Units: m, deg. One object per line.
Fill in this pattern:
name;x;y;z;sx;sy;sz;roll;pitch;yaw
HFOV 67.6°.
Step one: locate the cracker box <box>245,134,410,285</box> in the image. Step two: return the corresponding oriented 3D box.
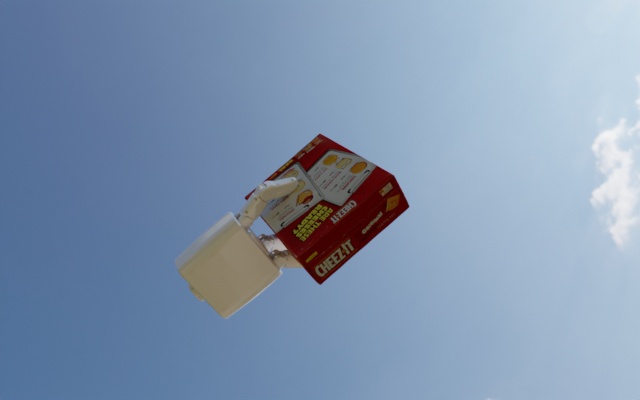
cracker box;0.000;0.002;0.696;0.164;0.072;0.213;-41;34;-7
